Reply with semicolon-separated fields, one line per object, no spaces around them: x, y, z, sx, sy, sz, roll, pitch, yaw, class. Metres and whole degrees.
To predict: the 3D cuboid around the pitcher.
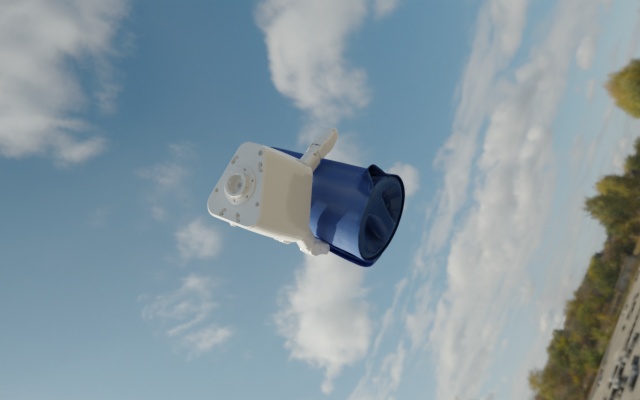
0.000;0.002;0.757;0.243;0.149;0.145;20;-1;32;pitcher
